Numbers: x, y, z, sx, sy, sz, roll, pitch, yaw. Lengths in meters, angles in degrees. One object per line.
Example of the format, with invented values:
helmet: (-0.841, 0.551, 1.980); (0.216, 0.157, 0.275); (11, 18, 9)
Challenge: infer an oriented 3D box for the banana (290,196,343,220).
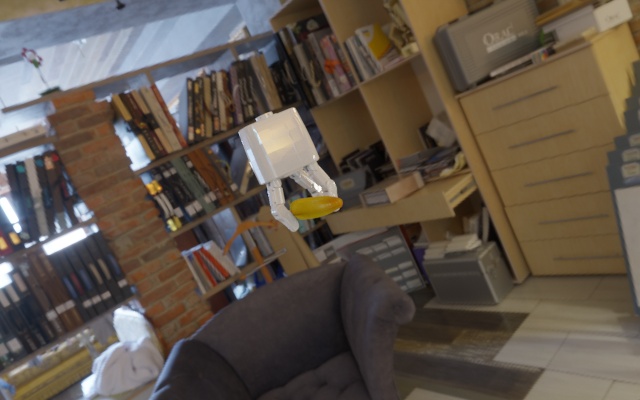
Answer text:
banana: (-0.017, 0.010, 0.858); (0.069, 0.037, 0.198); (-23, 5, -12)
